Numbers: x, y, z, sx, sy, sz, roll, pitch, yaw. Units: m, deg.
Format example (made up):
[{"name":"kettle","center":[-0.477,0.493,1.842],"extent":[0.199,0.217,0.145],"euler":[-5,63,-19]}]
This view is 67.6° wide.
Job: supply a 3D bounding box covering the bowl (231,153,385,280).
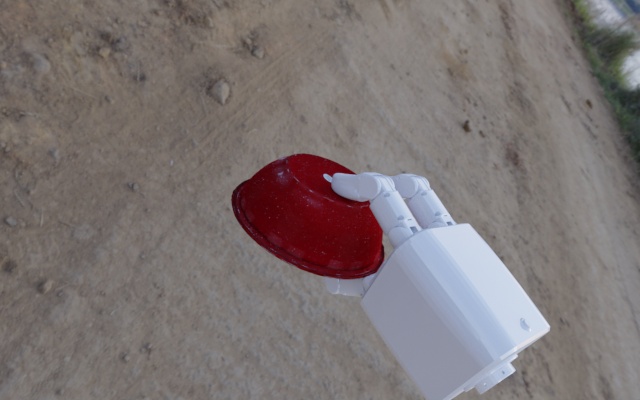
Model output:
[{"name":"bowl","center":[-0.001,0.000,0.459],"extent":[0.162,0.055,0.162],"euler":[21,26,-10]}]
